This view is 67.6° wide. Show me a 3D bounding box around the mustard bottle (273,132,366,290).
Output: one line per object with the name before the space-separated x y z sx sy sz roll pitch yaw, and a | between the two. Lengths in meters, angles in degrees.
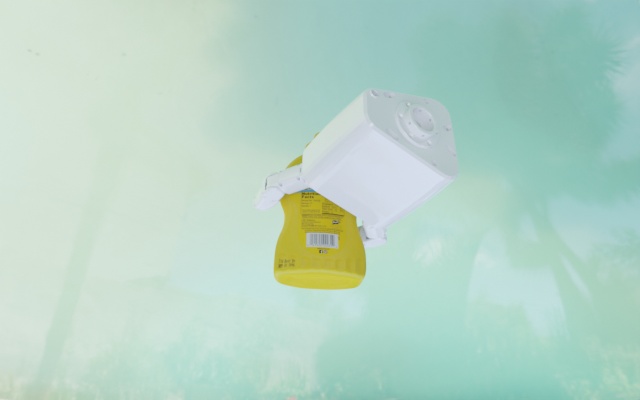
mustard bottle | 0.000 0.002 0.540 0.096 0.191 0.058 3 -31 -4
